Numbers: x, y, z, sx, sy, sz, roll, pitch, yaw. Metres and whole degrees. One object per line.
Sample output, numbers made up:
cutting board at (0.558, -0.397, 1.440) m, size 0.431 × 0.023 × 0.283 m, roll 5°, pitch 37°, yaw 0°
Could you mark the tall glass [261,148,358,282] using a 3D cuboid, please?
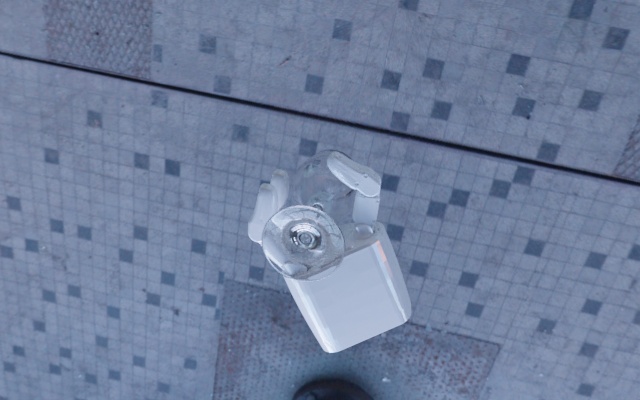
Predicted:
tall glass at (0.000, 0.002, 0.504) m, size 0.079 × 0.079 × 0.201 m, roll 0°, pitch 23°, yaw 10°
